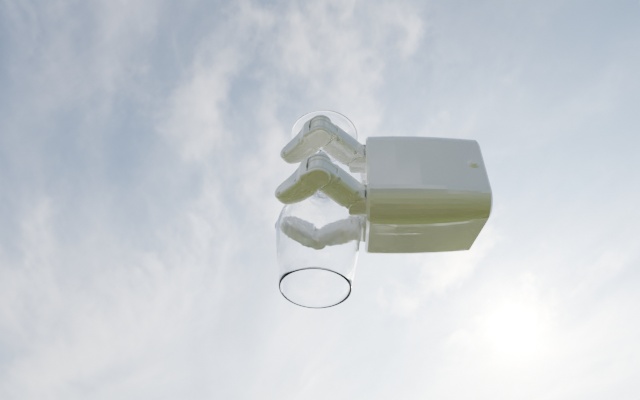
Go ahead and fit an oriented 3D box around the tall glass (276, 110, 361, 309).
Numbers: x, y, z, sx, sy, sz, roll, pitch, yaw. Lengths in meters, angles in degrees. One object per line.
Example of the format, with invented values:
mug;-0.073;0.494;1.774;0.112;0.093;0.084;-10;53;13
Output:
tall glass;0.000;0.001;0.465;0.079;0.200;0.079;2;-43;2
